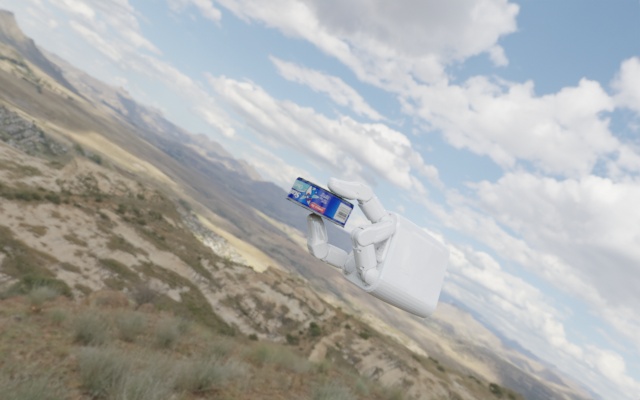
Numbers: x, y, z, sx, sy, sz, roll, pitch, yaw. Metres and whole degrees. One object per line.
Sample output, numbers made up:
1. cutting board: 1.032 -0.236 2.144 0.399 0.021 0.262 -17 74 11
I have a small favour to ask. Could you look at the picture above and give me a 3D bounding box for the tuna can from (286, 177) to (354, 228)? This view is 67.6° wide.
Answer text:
1. tuna can: 0.000 0.001 0.622 0.086 0.034 0.086 27 -1 0
